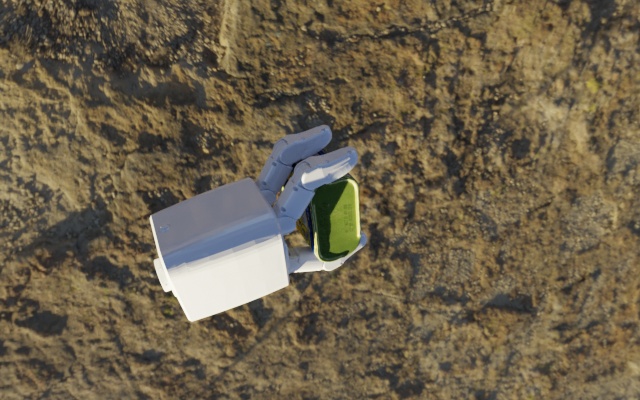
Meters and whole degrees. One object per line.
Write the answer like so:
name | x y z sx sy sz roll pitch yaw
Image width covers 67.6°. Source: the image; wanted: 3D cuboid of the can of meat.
can of meat | 0.000 0.002 0.498 0.057 0.102 0.084 -18 34 -17
